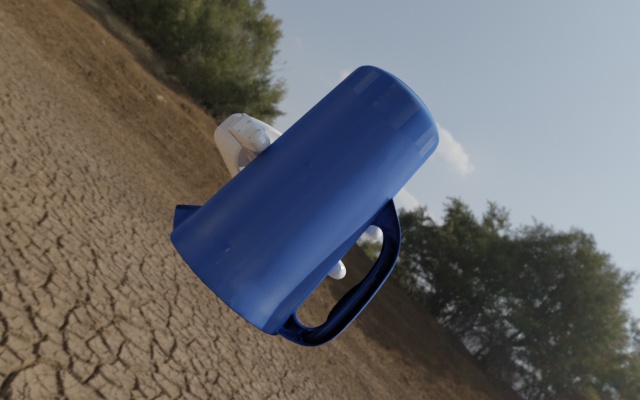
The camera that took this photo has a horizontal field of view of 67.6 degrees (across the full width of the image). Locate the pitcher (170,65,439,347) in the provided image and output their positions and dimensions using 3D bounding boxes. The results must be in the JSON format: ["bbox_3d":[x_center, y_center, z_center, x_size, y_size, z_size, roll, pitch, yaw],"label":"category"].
[{"bbox_3d":[0.000,0.001,0.442,0.149,0.243,0.145,48,-6,-33],"label":"pitcher"}]
